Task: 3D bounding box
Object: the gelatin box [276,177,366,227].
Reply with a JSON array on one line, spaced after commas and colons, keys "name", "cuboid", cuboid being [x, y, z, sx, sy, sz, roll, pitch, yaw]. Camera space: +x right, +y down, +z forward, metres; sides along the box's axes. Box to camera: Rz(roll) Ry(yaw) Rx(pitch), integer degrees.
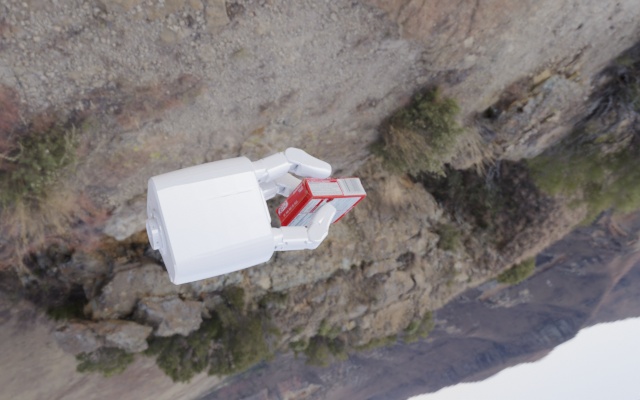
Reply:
[{"name": "gelatin box", "cuboid": [0.001, 0.002, 0.592, 0.089, 0.030, 0.073, -3, -29, -38]}]
